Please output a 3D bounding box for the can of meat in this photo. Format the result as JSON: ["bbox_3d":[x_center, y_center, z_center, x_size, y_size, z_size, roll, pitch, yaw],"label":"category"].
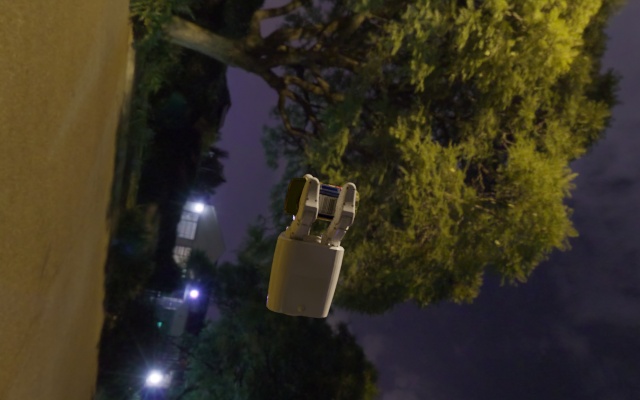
[{"bbox_3d":[0.000,0.002,0.719,0.084,0.057,0.102,12,-2,-18],"label":"can of meat"}]
